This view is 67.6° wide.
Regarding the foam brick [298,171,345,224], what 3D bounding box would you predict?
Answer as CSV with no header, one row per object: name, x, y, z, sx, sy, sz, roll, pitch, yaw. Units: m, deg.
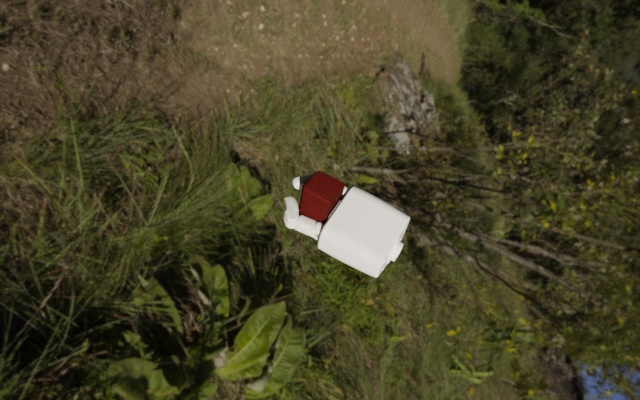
foam brick,0.000,0.002,0.763,0.051,0.078,0.053,28,46,15
